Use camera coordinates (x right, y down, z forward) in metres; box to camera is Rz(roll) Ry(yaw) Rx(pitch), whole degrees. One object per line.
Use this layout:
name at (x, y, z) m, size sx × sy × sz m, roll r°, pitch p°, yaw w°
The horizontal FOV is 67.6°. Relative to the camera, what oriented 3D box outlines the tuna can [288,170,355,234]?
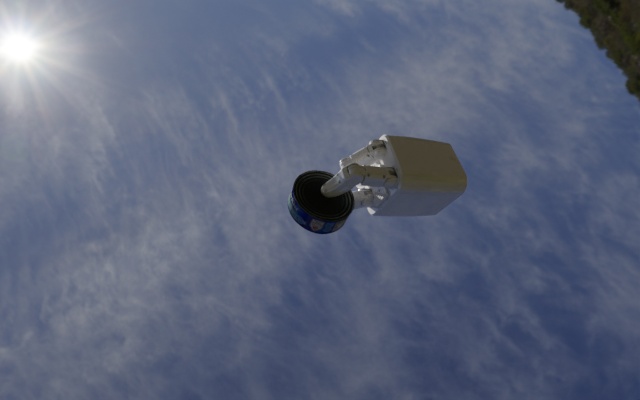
tuna can at (0.000, 0.002, 0.639) m, size 0.086 × 0.086 × 0.034 m, roll 0°, pitch -38°, yaw -23°
